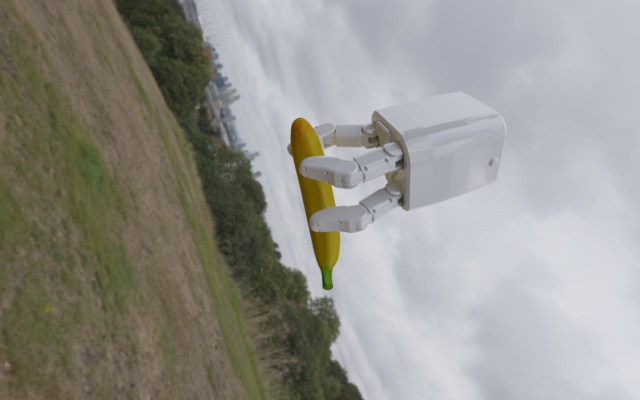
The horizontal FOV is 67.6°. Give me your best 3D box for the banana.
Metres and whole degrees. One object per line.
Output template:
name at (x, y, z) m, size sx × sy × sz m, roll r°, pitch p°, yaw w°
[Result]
banana at (-0.002, -0.002, 0.530) m, size 0.037 × 0.198 × 0.069 m, roll -13°, pitch 22°, yaw -3°
